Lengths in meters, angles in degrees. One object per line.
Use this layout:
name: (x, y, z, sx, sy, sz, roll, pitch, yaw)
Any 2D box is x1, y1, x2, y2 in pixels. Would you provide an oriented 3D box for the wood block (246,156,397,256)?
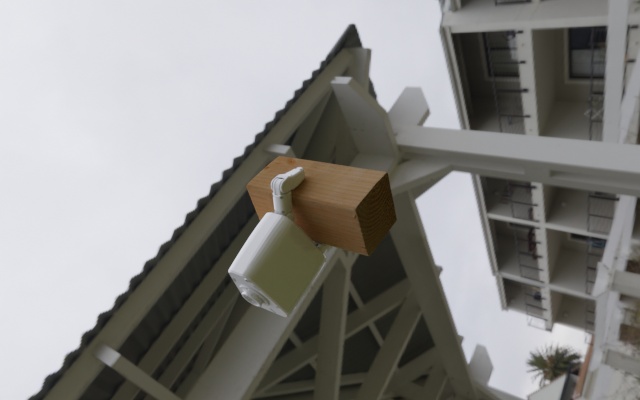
wood block: (0.000, 0.002, 0.729, 0.206, 0.091, 0.090, 12, 44, 36)
